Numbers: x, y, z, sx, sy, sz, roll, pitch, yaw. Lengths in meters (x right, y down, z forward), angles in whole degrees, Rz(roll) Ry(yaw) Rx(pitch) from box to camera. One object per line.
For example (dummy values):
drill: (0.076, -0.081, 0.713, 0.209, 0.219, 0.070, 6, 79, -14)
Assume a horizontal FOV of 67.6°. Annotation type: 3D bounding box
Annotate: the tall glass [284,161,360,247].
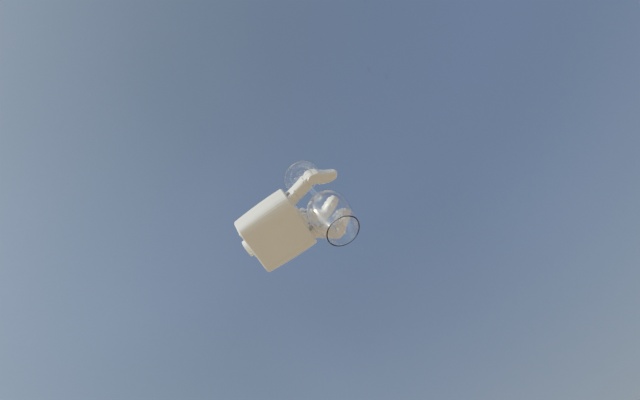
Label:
tall glass: (0.000, 0.002, 0.873, 0.079, 0.079, 0.201, 0, 29, -27)
